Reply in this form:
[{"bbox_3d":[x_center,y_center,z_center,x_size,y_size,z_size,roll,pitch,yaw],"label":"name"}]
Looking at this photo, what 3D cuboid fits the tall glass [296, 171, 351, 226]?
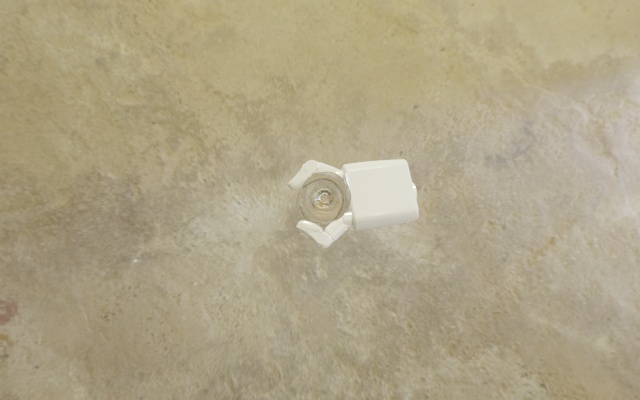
[{"bbox_3d":[0.000,0.002,0.781,0.079,0.079,0.201,0,-4,-5],"label":"tall glass"}]
